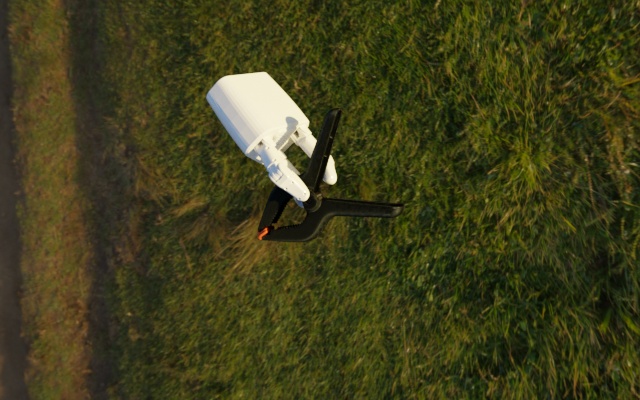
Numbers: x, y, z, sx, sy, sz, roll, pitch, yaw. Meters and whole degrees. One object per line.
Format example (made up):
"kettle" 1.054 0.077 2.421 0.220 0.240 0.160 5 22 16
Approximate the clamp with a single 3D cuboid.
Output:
"clamp" -0.001 0.002 0.653 0.210 0.164 0.036 -42 -11 22
